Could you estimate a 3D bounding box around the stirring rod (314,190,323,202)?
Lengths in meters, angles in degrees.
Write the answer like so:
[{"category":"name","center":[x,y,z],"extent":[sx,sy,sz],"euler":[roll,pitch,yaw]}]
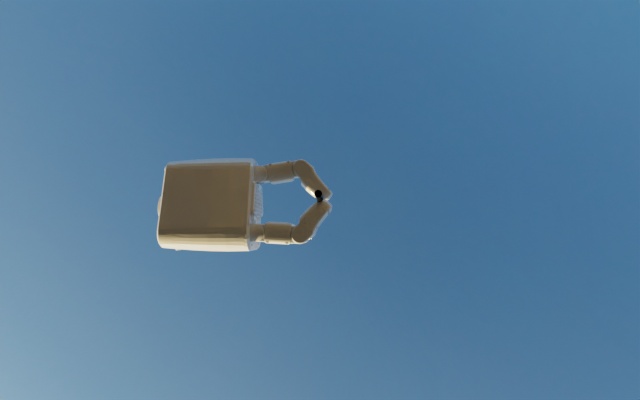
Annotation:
[{"category":"stirring rod","center":[0.000,0.002,0.599],"extent":[0.011,0.011,0.239],"euler":[0,-4,1]}]
